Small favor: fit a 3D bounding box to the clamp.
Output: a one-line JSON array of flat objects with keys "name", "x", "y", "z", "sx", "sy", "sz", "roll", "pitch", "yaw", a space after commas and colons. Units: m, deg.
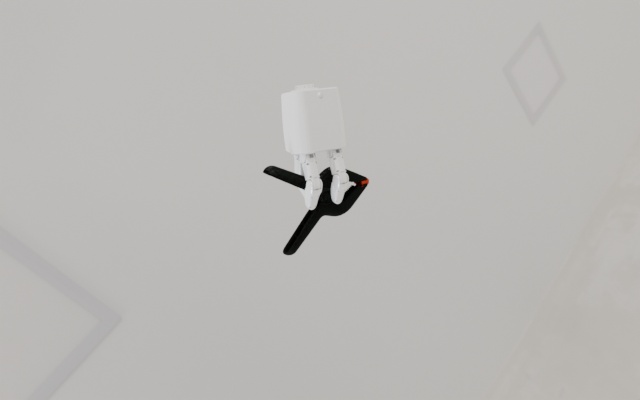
[{"name": "clamp", "x": 0.000, "y": 0.002, "z": 0.878, "sx": 0.210, "sy": 0.164, "sz": 0.036, "roll": -13, "pitch": 15, "yaw": -30}]
